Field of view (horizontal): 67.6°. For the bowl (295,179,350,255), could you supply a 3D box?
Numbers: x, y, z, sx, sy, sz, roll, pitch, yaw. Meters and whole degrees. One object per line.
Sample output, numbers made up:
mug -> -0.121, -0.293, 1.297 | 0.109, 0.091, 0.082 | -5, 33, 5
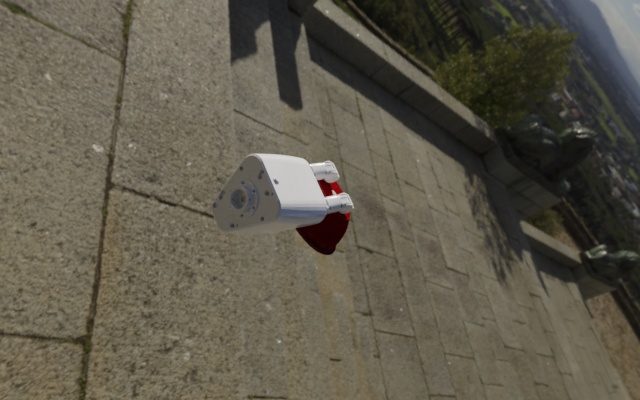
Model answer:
bowl -> 0.001, 0.002, 0.755 | 0.055, 0.162, 0.162 | -30, -11, 19
